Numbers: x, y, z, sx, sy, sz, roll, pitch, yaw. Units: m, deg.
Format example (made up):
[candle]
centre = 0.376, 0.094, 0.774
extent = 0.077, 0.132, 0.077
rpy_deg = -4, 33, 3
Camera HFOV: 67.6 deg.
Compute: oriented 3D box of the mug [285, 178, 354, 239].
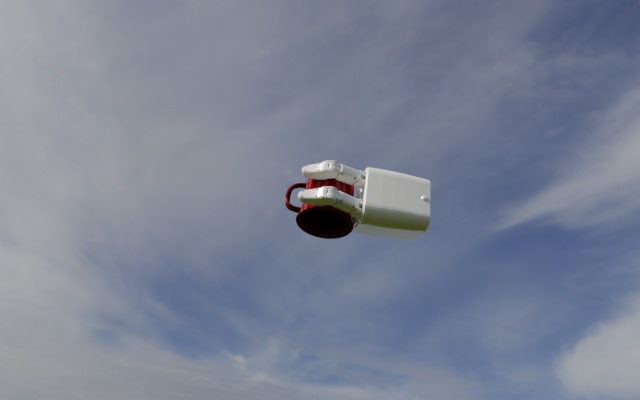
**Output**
[mug]
centre = -0.001, 0.002, 0.781
extent = 0.117, 0.081, 0.093
rpy_deg = 11, -34, -2
